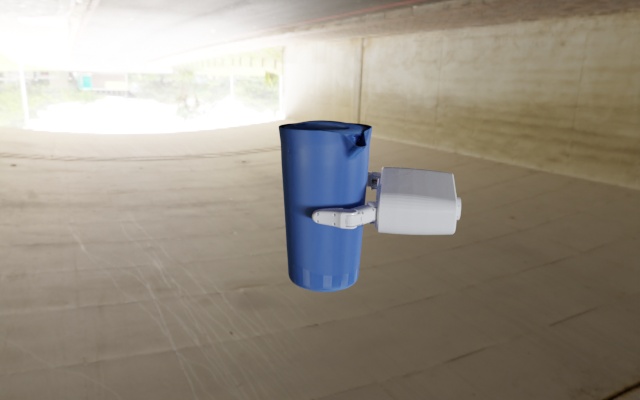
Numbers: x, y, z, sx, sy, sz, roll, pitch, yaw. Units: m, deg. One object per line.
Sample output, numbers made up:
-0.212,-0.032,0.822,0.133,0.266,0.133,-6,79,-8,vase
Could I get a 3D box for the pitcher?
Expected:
0.000,0.002,0.714,0.145,0.243,0.149,3,15,8,pitcher
